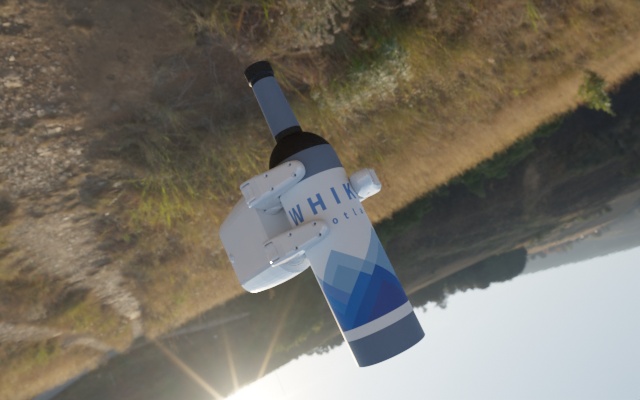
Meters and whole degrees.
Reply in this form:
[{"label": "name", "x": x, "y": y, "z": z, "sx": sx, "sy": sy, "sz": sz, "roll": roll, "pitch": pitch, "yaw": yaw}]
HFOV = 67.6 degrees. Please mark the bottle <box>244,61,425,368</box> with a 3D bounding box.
[{"label": "bottle", "x": 0.000, "y": 0.002, "z": 0.445, "sx": 0.069, "sy": 0.295, "sz": 0.069, "roll": -25, "pitch": -9, "yaw": -4}]
